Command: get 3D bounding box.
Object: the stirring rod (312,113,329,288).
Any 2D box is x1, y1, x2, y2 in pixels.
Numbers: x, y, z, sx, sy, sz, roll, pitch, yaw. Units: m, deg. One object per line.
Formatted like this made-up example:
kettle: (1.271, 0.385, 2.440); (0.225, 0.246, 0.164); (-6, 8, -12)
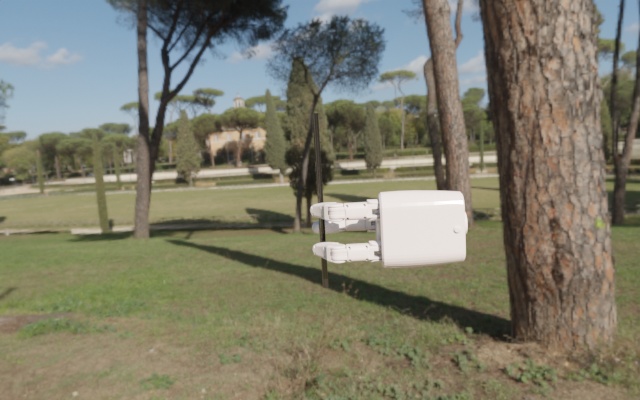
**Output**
stirring rod: (0.000, 0.002, 0.656); (0.011, 0.239, 0.011); (-3, 6, 0)
